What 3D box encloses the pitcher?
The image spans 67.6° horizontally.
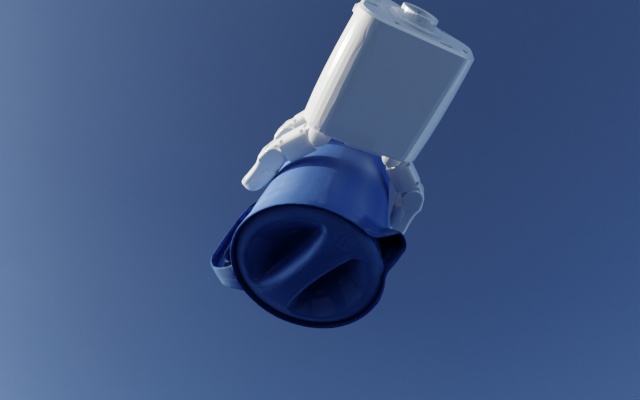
[{"bbox_3d":[0.000,0.002,0.495,0.149,0.145,0.242,25,33,-3],"label":"pitcher"}]
